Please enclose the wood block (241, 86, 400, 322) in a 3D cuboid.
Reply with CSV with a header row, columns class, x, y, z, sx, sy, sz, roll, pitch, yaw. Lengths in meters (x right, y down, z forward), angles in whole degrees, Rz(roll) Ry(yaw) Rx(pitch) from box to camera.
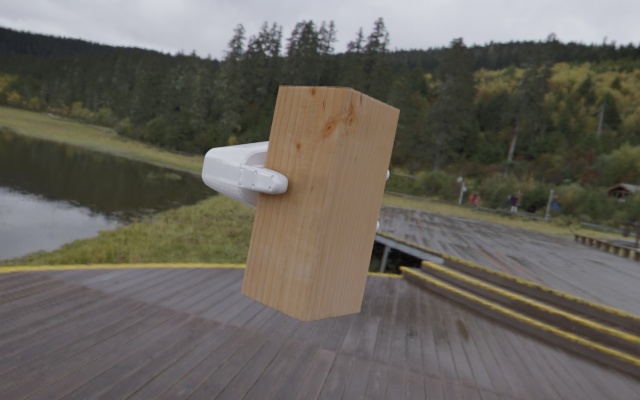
class,x,y,z,sx,sy,sz,roll,pitch,yaw
wood block,0.000,0.001,0.468,0.090,0.206,0.091,13,4,40
